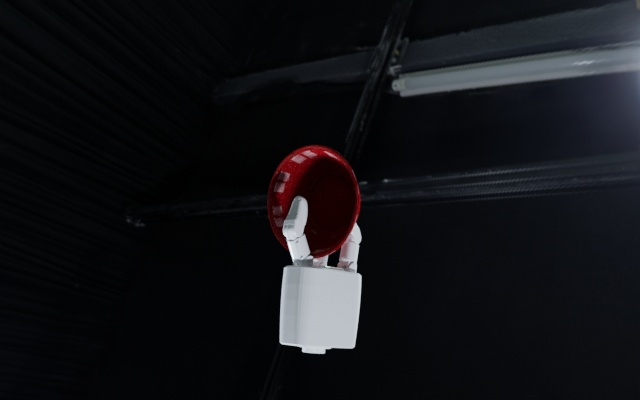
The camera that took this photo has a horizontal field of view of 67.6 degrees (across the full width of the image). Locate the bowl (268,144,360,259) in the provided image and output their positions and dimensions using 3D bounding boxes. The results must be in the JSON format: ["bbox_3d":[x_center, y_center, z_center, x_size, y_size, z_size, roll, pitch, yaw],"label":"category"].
[{"bbox_3d":[0.001,0.001,0.692,0.162,0.162,0.055,0,-2,36],"label":"bowl"}]
